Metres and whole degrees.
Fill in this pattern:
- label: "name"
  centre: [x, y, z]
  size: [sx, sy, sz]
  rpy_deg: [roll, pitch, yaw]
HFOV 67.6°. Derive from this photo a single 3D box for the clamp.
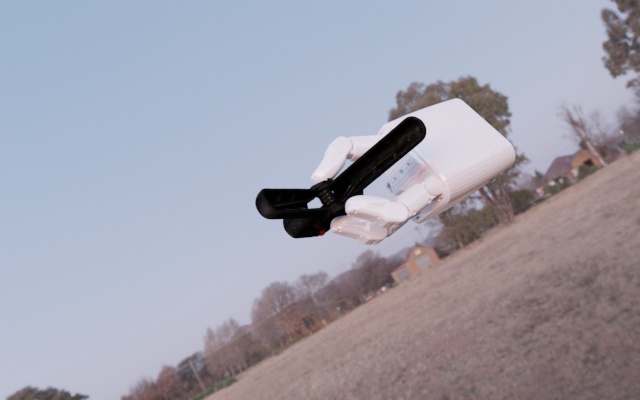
- label: "clamp"
  centre: [0.000, 0.001, 0.476]
  size: [0.164, 0.036, 0.210]
  rpy_deg: [-25, -14, -23]
